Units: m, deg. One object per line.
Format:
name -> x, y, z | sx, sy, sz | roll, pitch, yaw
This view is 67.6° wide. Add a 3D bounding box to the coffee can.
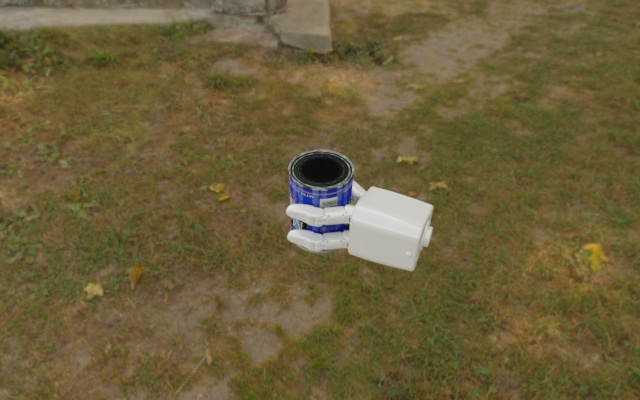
coffee can -> 0.000, 0.003, 0.785 | 0.103, 0.140, 0.102 | 1, 41, -1
